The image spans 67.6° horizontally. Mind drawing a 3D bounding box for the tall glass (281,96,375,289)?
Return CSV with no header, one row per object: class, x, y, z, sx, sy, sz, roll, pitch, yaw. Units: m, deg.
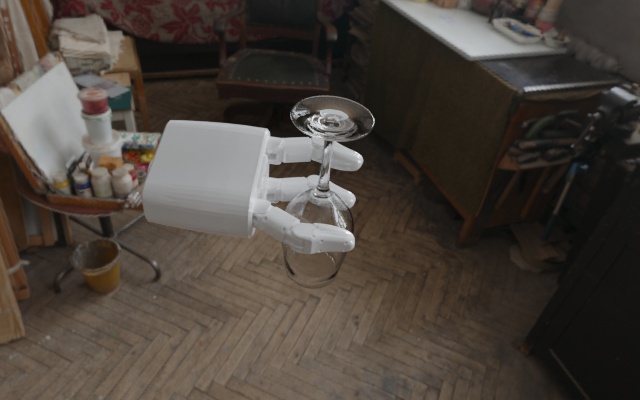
tall glass,0.000,0.001,0.482,0.079,0.201,0.079,4,40,-4
